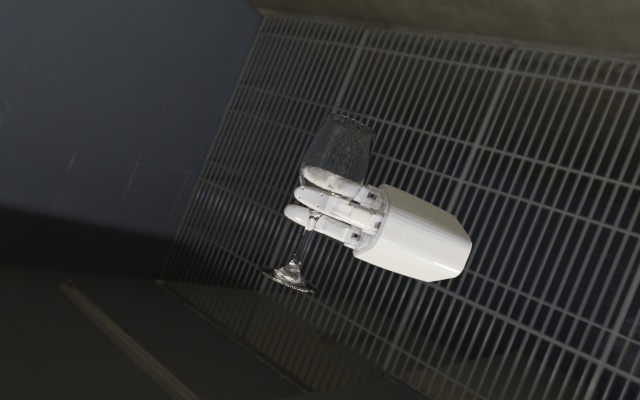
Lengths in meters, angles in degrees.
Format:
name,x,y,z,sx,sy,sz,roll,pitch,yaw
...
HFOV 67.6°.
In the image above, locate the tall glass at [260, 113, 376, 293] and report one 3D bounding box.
name,x,y,z,sx,sy,sz,roll,pitch,yaw
tall glass,0.000,0.002,0.565,0.079,0.201,0.079,22,1,0
